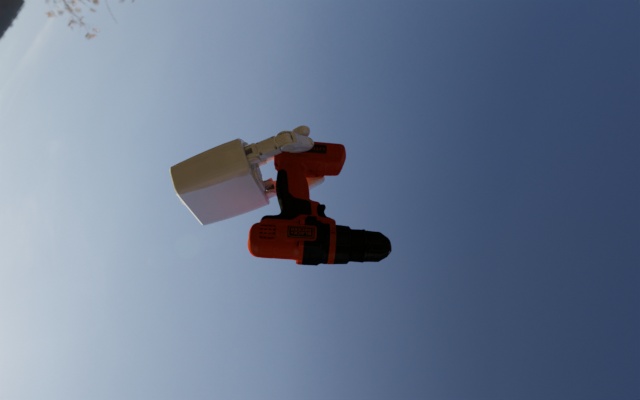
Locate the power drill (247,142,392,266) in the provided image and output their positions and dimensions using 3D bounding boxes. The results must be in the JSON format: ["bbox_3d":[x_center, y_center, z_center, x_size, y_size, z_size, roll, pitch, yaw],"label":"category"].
[{"bbox_3d":[0.000,0.002,0.655,0.184,0.187,0.057,5,-40,-5],"label":"power drill"}]
